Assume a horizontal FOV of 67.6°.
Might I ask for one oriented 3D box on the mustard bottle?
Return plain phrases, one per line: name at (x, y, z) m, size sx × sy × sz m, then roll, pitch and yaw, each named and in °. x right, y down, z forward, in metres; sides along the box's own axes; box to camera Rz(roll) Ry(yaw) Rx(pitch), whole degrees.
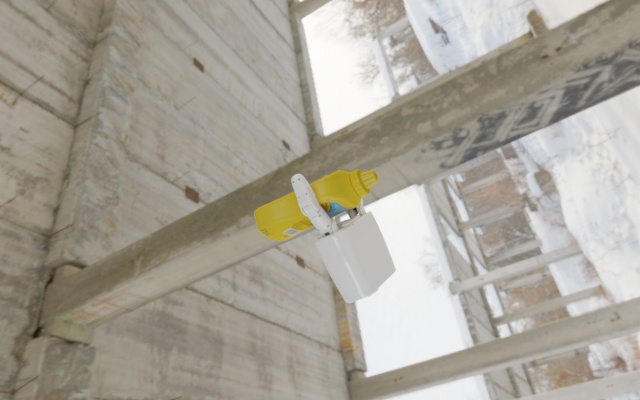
mustard bottle at (0.000, 0.002, 0.728) m, size 0.191 × 0.058 × 0.096 m, roll -25°, pitch -22°, yaw 21°
